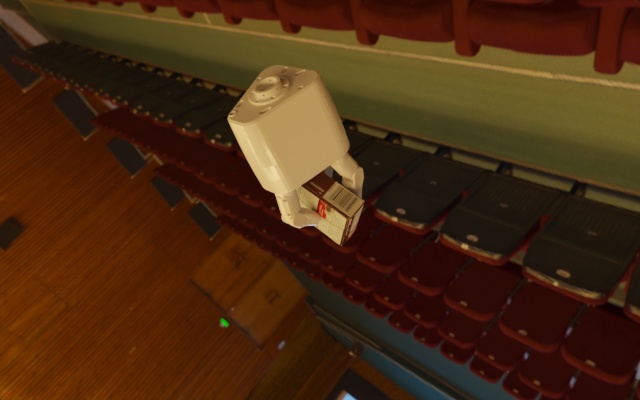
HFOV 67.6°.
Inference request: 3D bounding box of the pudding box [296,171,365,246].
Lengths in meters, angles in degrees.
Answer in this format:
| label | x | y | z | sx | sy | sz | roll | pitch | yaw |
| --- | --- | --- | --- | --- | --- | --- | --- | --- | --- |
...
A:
| label | x | y | z | sx | sy | sz | roll | pitch | yaw |
| --- | --- | --- | --- | --- | --- | --- | --- | --- | --- |
| pudding box | 0.000 | 0.002 | 0.655 | 0.113 | 0.039 | 0.090 | 37 | -24 | 14 |
